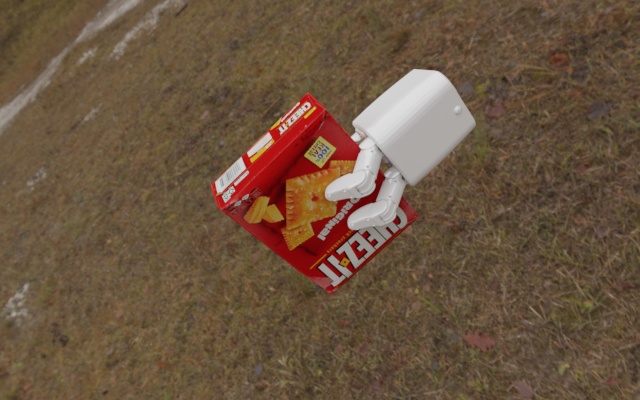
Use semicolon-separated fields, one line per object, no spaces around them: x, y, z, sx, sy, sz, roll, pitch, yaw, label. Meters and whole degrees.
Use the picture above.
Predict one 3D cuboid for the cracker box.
0.000;0.002;0.596;0.214;0.164;0.072;43;7;-34;cracker box
